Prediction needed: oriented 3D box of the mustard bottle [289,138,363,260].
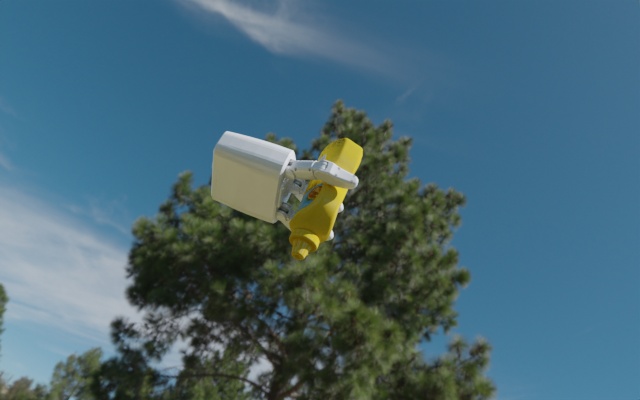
[{"bbox_3d":[0.001,0.002,0.691,0.058,0.191,0.096,33,-35,-13],"label":"mustard bottle"}]
